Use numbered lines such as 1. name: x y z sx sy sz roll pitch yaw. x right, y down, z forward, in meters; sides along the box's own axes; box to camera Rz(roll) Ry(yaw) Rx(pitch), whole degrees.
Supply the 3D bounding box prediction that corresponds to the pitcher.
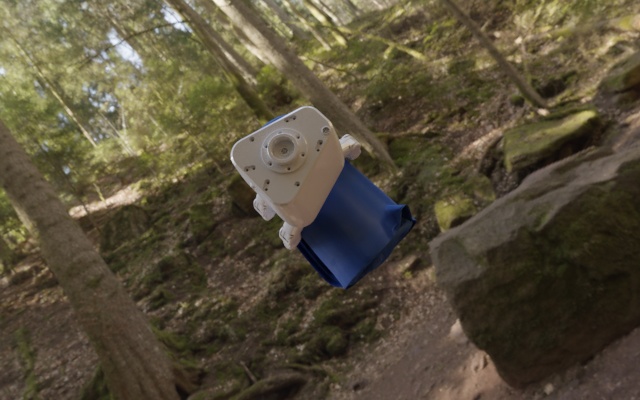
1. pitcher: 0.000 0.002 0.675 0.242 0.149 0.145 46 -2 14
